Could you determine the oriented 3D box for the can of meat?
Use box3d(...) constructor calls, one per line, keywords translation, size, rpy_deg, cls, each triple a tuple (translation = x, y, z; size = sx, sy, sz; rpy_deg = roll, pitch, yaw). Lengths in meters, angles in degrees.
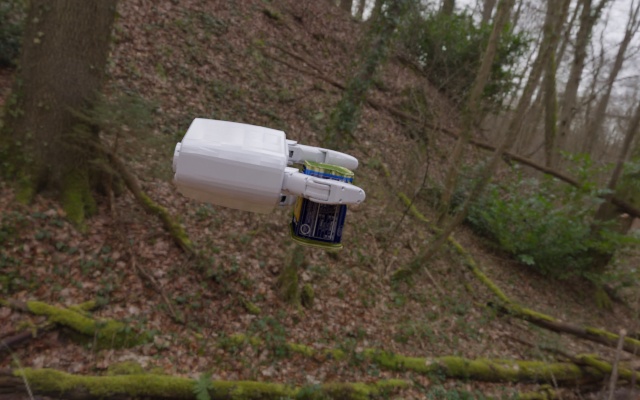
box3d(translation=(0.000, 0.001, 0.539), size=(0.057, 0.084, 0.102), rpy_deg=(10, 7, -7), cls="can of meat")
